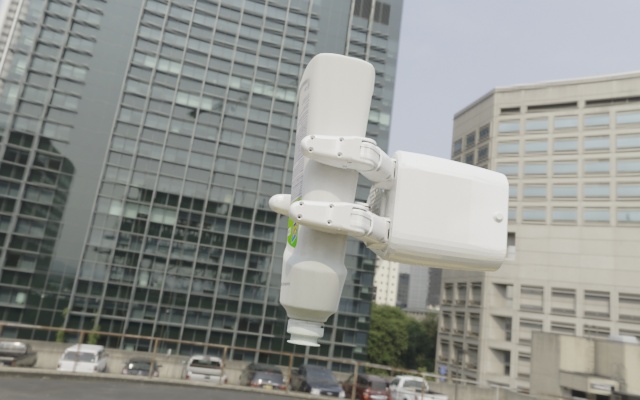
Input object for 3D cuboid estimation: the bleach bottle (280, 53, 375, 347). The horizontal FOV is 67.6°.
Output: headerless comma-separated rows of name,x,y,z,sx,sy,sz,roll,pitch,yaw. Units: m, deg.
bleach bottle,0.000,0.001,0.437,0.068,0.250,0.102,9,-13,-8
